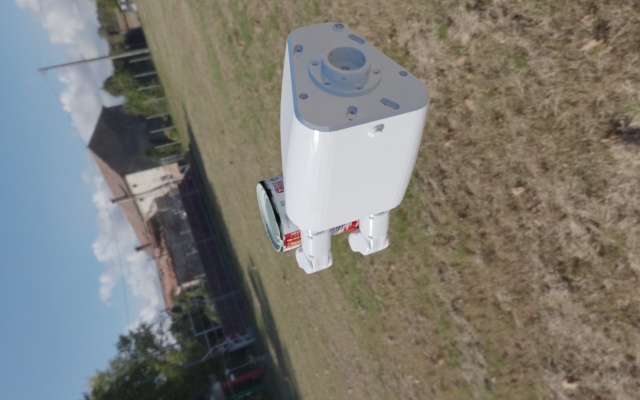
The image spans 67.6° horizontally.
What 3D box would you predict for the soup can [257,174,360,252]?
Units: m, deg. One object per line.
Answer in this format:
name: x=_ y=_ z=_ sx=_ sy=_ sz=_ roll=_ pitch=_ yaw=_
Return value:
soup can: x=0.000 y=0.002 z=0.439 sx=0.102 sy=0.068 sz=0.068 roll=-17 pitch=5 yaw=-16
